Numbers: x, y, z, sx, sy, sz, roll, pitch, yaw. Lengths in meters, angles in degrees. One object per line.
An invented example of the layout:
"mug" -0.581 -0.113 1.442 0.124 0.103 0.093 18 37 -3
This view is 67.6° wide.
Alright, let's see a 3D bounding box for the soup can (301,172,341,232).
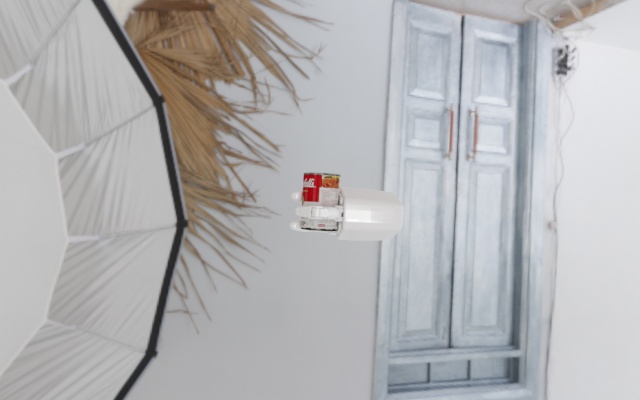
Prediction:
"soup can" 0.000 0.003 0.862 0.068 0.102 0.068 3 -1 0
